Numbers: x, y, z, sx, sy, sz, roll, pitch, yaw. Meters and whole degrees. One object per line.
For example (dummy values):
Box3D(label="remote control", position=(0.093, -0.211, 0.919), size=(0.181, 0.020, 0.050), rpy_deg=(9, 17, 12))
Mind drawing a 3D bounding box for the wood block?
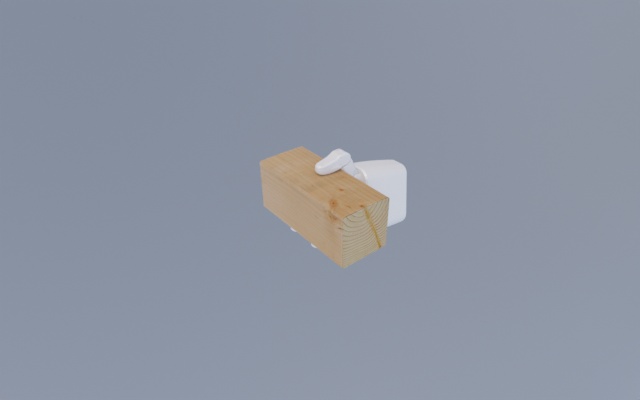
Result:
Box3D(label="wood block", position=(0.001, 0.002, 0.743), size=(0.090, 0.091, 0.206), rpy_deg=(-24, 39, -32))
